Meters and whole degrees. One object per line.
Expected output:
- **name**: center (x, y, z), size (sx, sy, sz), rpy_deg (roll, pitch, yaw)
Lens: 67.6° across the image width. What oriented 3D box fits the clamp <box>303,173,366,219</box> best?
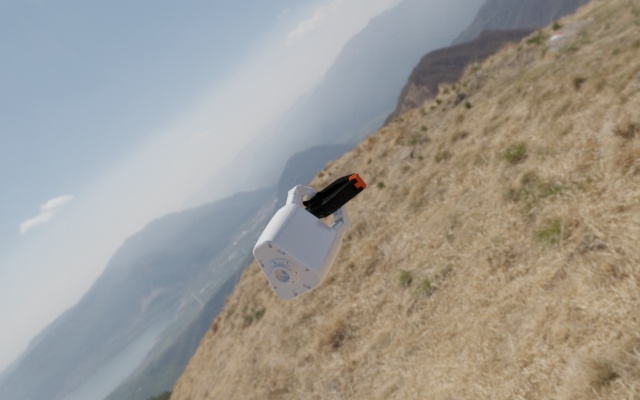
- **clamp**: center (0.000, 0.002, 0.862), size (0.210, 0.036, 0.164), rpy_deg (-33, 16, 33)
